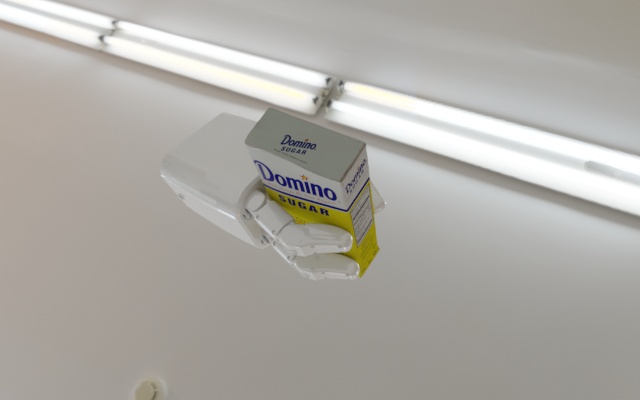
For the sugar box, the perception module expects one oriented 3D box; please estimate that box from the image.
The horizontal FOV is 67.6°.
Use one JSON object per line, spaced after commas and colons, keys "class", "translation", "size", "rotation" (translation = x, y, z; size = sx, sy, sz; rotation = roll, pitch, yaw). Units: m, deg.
{"class": "sugar box", "translation": [0.000, 0.002, 0.432], "size": [0.093, 0.048, 0.176], "rotation": [24, -22, 24]}
